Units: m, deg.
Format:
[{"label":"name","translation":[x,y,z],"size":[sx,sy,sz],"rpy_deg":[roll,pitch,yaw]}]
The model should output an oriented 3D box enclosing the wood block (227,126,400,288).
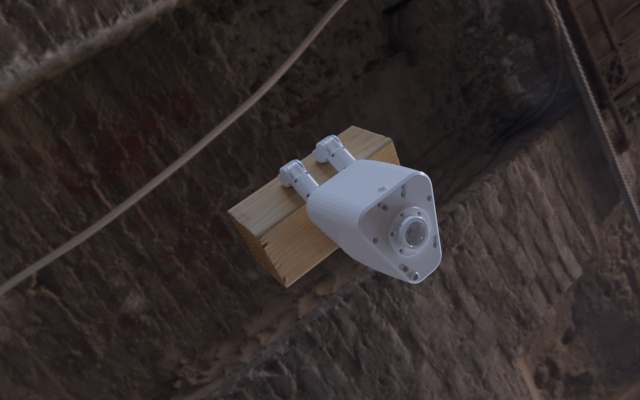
[{"label":"wood block","translation":[0.001,0.002,0.612],"size":[0.206,0.091,0.090],"rpy_deg":[-36,34,-17]}]
